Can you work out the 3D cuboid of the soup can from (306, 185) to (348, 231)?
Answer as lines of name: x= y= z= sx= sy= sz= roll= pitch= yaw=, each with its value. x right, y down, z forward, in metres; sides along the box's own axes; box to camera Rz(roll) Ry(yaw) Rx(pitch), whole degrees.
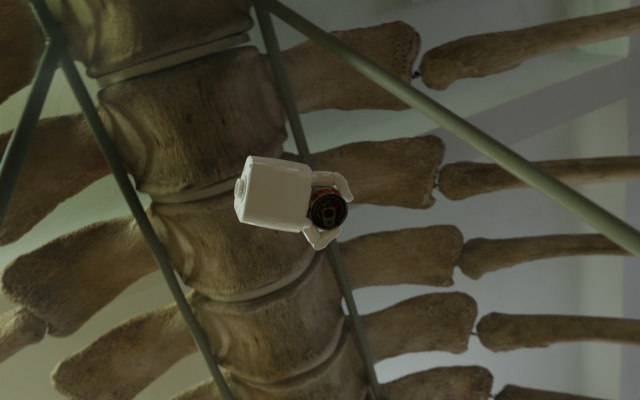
soup can: x=0.001 y=0.003 z=0.852 sx=0.068 sy=0.068 sz=0.102 roll=0 pitch=20 yaw=-18
